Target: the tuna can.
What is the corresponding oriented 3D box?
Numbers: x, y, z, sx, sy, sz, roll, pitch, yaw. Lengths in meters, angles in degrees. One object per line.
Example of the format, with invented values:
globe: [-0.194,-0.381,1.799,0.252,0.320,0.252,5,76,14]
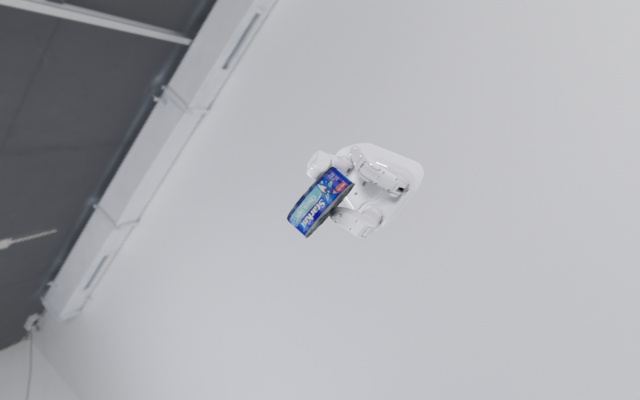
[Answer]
tuna can: [0.000,0.001,0.558,0.034,0.086,0.086,42,4,5]
